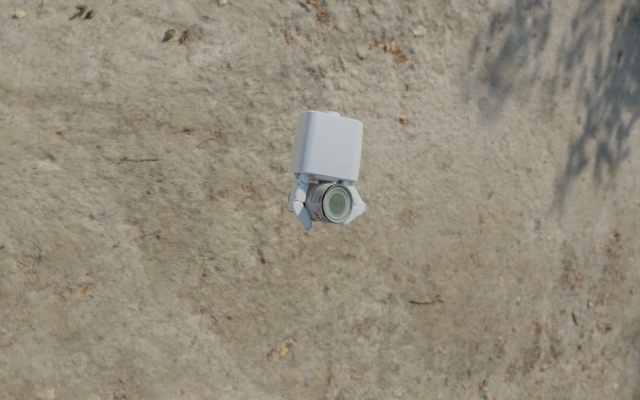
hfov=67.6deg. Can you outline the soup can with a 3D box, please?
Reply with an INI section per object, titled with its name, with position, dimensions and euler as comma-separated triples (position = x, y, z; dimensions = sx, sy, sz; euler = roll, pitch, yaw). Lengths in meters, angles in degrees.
[soup can]
position = 0.000, 0.003, 0.821
dimensions = 0.068, 0.068, 0.102
euler = 0, 3, -37
